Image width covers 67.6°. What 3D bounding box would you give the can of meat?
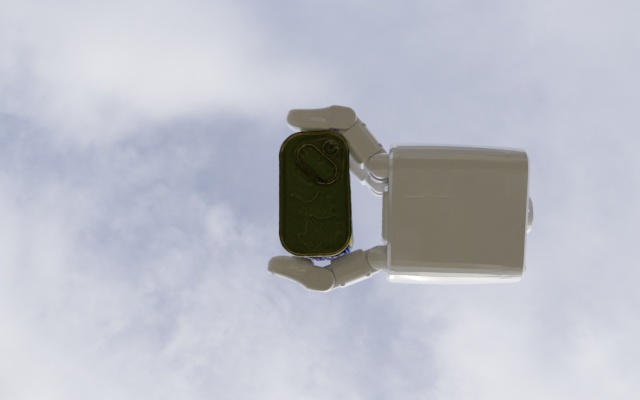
[{"bbox_3d":[0.000,0.002,0.415,0.057,0.102,0.084,-3,-12,7],"label":"can of meat"}]
